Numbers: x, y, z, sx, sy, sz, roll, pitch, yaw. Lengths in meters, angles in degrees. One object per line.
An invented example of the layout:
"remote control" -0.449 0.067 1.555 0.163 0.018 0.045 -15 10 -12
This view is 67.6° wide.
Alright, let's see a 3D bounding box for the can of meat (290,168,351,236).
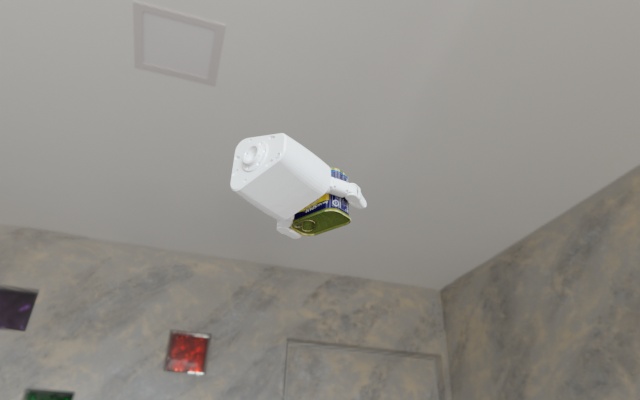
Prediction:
"can of meat" 0.000 0.002 0.796 0.102 0.084 0.057 -21 -37 35
